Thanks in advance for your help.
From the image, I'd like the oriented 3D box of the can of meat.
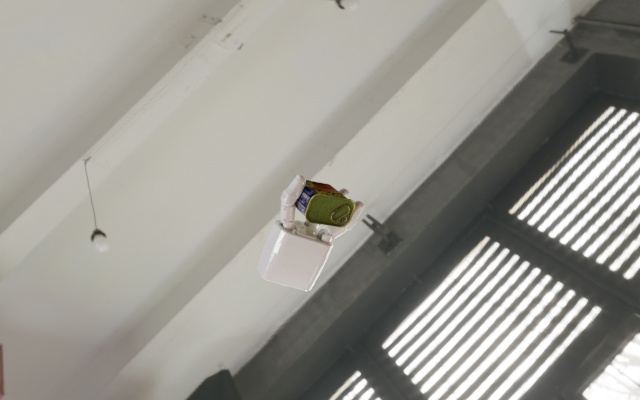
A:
[{"bbox_3d":[0.000,0.003,0.890,0.102,0.057,0.084,10,18,-34],"label":"can of meat"}]
